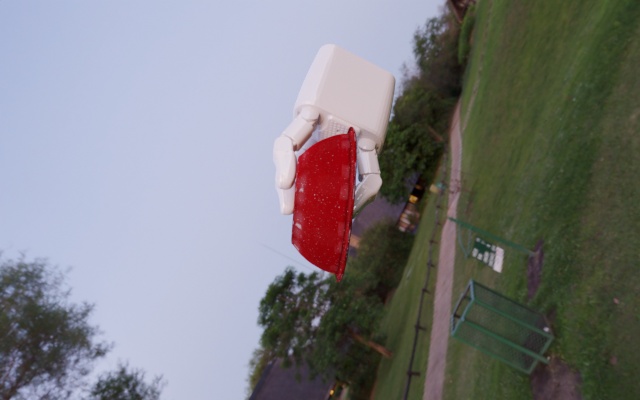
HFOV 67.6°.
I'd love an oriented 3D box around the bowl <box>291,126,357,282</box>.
[{"bbox_3d":[0.000,0.003,0.498,0.055,0.162,0.162,5,0,-3],"label":"bowl"}]
